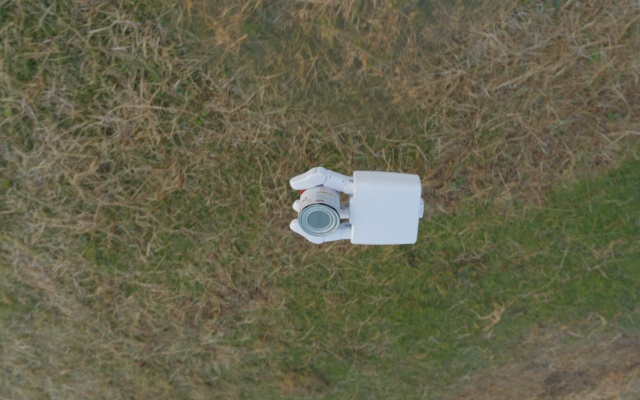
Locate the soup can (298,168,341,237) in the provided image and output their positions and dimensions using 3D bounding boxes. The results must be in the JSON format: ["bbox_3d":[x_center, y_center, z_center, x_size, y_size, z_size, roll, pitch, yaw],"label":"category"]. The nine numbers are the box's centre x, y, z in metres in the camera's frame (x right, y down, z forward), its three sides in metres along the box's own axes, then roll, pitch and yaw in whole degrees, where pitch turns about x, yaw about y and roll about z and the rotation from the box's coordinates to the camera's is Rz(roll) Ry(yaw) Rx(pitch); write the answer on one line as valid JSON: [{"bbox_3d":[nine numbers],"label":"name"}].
[{"bbox_3d":[0.000,0.003,0.775,0.068,0.069,0.102,0,36,3],"label":"soup can"}]
